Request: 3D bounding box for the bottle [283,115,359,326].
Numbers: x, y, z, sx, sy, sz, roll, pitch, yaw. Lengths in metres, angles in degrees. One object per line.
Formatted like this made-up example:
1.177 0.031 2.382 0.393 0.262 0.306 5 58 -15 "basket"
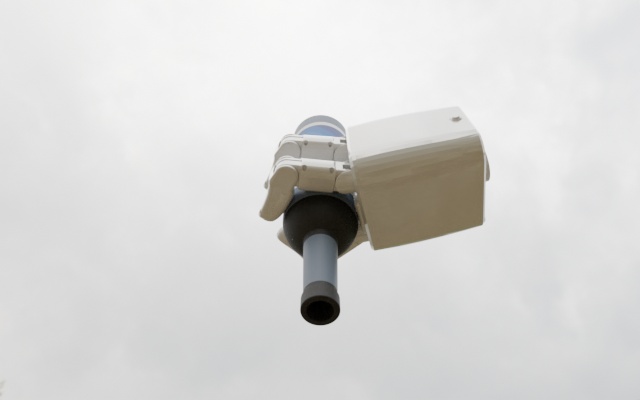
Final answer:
0.000 0.001 0.449 0.069 0.069 0.295 0 30 0 "bottle"
